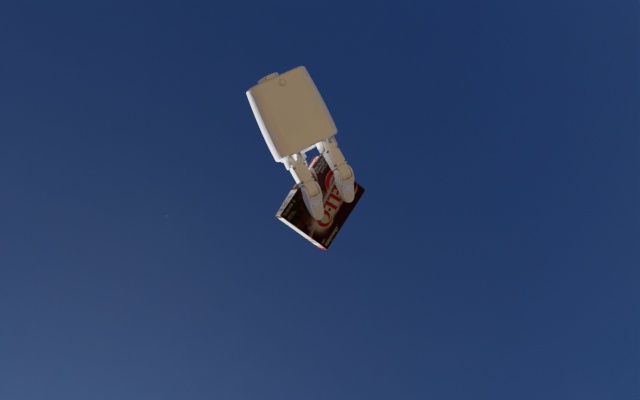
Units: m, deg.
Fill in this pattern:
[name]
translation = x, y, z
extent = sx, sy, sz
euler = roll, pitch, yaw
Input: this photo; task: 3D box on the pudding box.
[pudding box]
translation = 0.000, 0.002, 0.712
extent = 0.090, 0.113, 0.039
euler = 37, -10, -17
